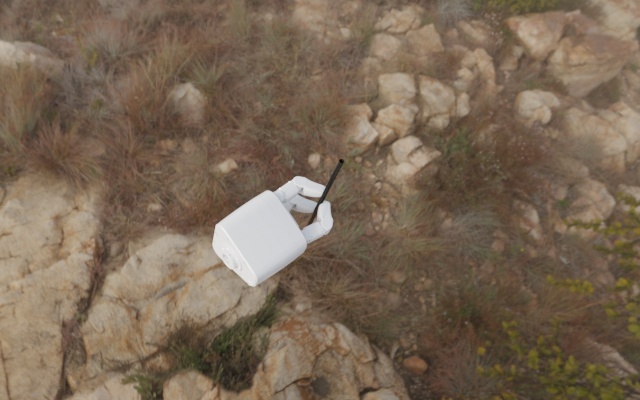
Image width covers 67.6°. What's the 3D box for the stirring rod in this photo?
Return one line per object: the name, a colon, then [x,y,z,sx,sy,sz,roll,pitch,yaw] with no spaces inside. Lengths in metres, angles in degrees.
stirring rod: [0.000,0.003,0.818,0.011,0.011,0.240,0,-31,-18]
